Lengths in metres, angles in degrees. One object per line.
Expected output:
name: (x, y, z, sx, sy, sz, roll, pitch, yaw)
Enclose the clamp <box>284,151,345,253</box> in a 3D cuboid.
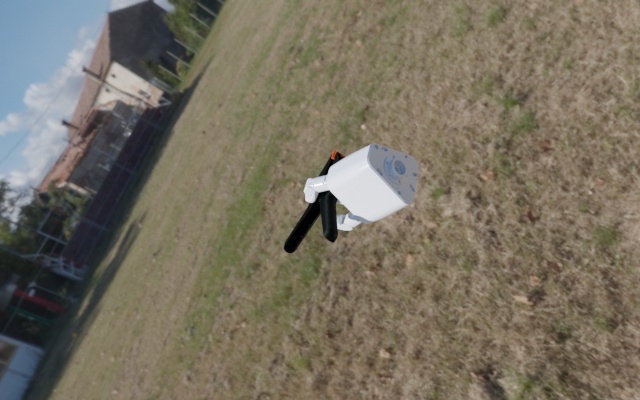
clamp: (0.000, 0.002, 0.891, 0.036, 0.209, 0.164, 31, -33, -23)
